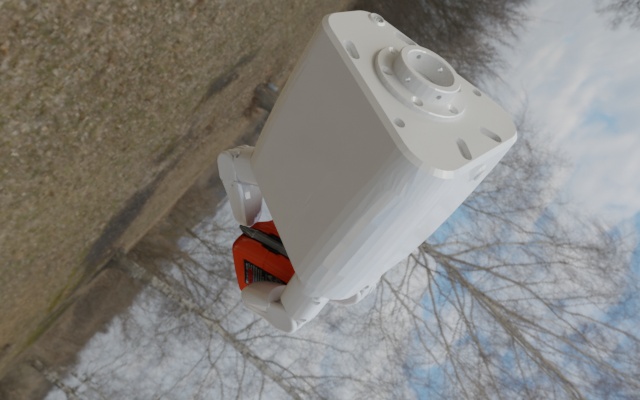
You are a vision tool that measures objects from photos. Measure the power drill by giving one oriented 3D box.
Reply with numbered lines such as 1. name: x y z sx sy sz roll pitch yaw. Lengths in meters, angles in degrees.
1. power drill: 0.000 0.002 0.407 0.057 0.187 0.184 26 -28 10
